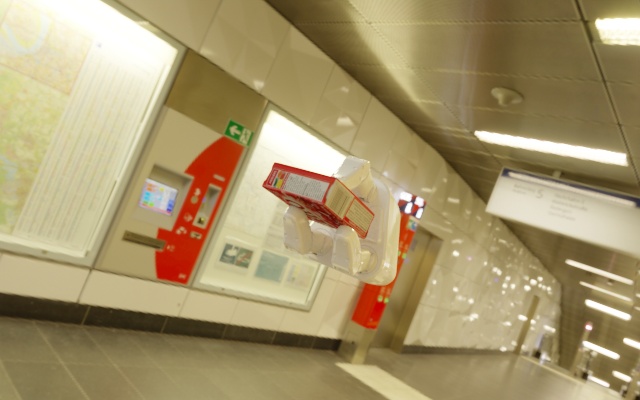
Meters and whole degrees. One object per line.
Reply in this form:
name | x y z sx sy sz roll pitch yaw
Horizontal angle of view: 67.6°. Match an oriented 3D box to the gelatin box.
gelatin box | 0.000 0.001 0.448 0.073 0.030 0.089 17 -13 35
